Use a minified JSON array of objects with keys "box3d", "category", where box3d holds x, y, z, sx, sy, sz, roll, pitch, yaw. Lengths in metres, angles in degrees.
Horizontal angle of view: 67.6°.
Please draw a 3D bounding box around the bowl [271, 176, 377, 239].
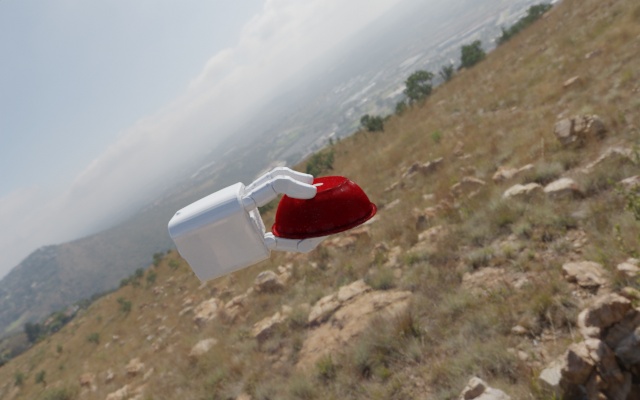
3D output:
[{"box3d":[0.001,0.002,0.705,0.162,0.055,0.162,-11,15,3],"category":"bowl"}]
